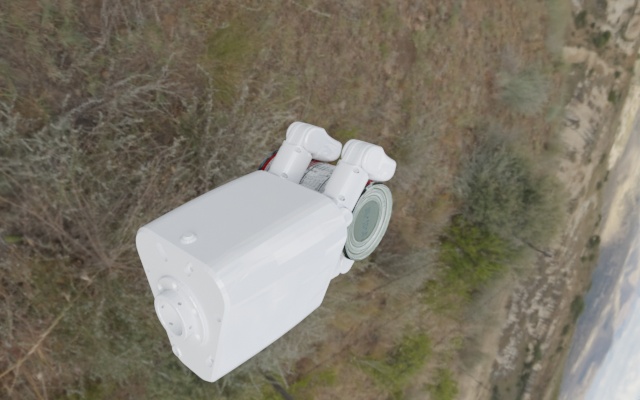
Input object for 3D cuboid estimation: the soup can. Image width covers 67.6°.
[{"bbox_3d":[0.001,0.001,0.403,0.102,0.068,0.068,23,13,34],"label":"soup can"}]
